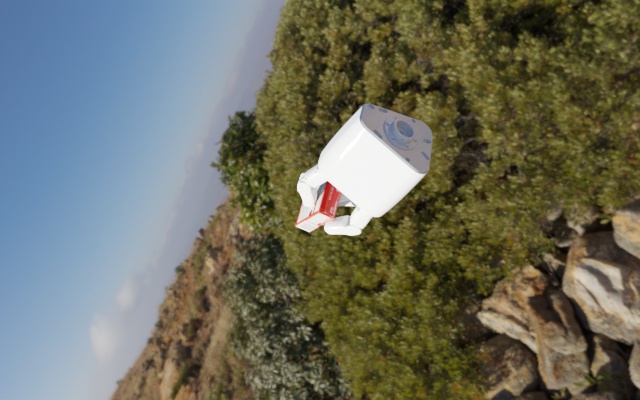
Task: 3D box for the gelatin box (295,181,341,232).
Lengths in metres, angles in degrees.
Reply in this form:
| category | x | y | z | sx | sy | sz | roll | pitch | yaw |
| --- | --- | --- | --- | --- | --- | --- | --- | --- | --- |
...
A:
| category | x | y | z | sx | sy | sz | roll | pitch | yaw |
| --- | --- | --- | --- | --- | --- | --- | --- | --- | --- |
| gelatin box | 0.000 | 0.002 | 0.734 | 0.030 | 0.073 | 0.089 | 25 | -27 | -18 |
